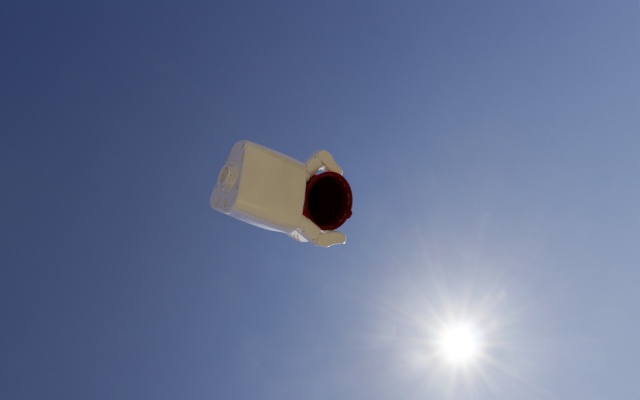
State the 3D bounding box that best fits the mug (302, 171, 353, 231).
[{"bbox_3d":[0.001,0.003,0.779,0.117,0.093,0.081,23,-10,-35],"label":"mug"}]
